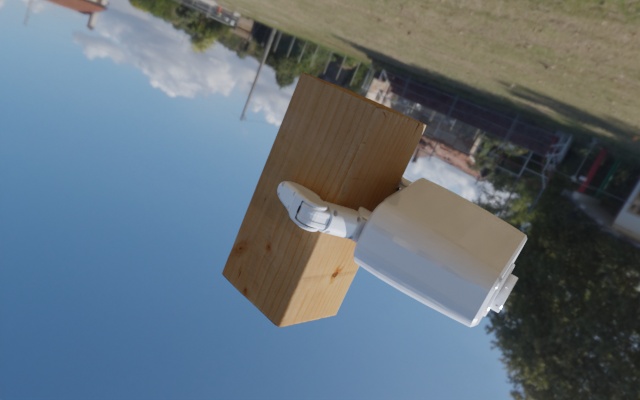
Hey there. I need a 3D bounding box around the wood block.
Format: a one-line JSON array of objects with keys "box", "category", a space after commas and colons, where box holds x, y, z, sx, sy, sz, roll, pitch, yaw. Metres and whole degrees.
[{"box": [0.000, 0.002, 0.445, 0.090, 0.206, 0.091, 34, 18, 35], "category": "wood block"}]
